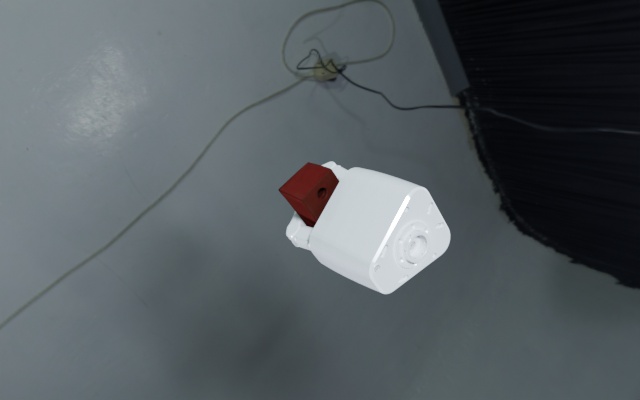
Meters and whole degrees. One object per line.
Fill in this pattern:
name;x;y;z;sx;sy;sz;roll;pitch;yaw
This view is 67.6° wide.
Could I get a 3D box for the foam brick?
foam brick;0.000;0.002;0.566;0.051;0.053;0.078;22;-26;54
